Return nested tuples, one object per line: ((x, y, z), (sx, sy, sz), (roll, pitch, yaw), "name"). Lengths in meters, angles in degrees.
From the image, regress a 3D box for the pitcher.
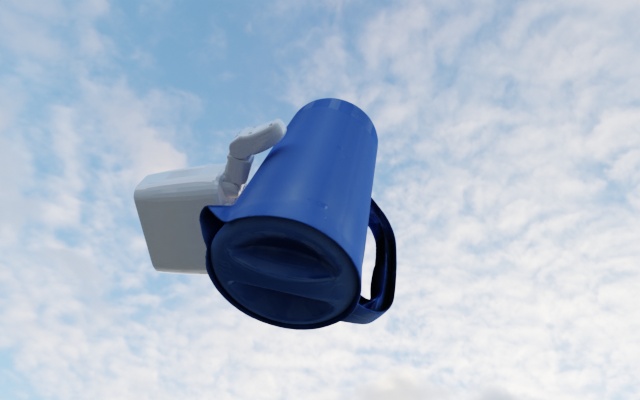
((0.000, 0.002, 0.481), (0.145, 0.149, 0.242), (-4, 36, 18), "pitcher")
